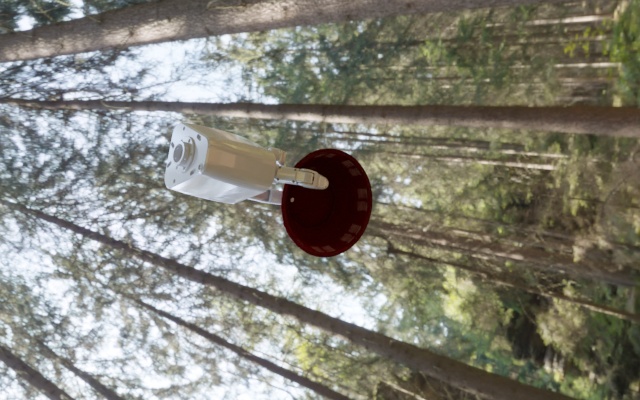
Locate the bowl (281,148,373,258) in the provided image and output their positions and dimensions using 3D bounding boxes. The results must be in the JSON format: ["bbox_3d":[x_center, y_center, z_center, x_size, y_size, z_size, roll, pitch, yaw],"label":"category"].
[{"bbox_3d":[0.001,0.003,0.727,0.162,0.162,0.055,0,4,-32],"label":"bowl"}]
